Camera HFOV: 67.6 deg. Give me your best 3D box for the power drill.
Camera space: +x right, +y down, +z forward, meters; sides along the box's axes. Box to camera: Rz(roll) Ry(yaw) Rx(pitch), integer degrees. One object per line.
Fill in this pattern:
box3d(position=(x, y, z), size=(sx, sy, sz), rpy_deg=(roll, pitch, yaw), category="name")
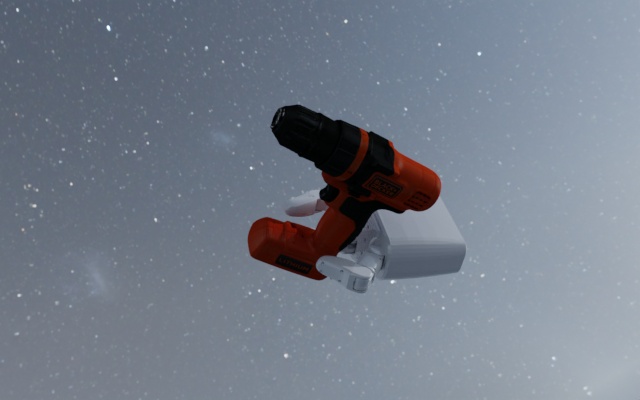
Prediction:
box3d(position=(0.000, 0.002, 0.488), size=(0.184, 0.057, 0.188), rpy_deg=(24, -48, -24), category="power drill")
